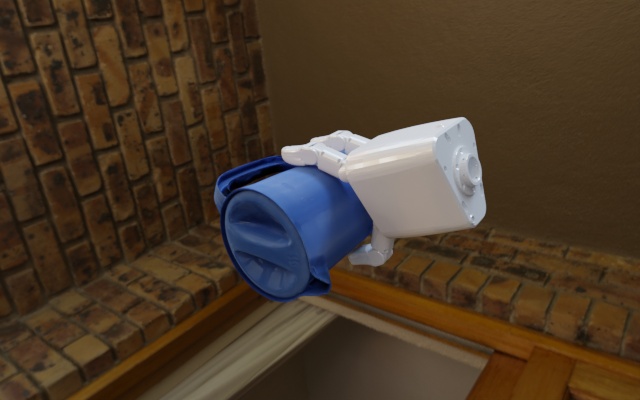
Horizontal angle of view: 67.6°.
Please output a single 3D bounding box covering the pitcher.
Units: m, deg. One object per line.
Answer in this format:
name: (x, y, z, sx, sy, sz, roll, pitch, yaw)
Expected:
pitcher: (0.000, 0.002, 0.590, 0.145, 0.149, 0.242, -9, 15, 44)
